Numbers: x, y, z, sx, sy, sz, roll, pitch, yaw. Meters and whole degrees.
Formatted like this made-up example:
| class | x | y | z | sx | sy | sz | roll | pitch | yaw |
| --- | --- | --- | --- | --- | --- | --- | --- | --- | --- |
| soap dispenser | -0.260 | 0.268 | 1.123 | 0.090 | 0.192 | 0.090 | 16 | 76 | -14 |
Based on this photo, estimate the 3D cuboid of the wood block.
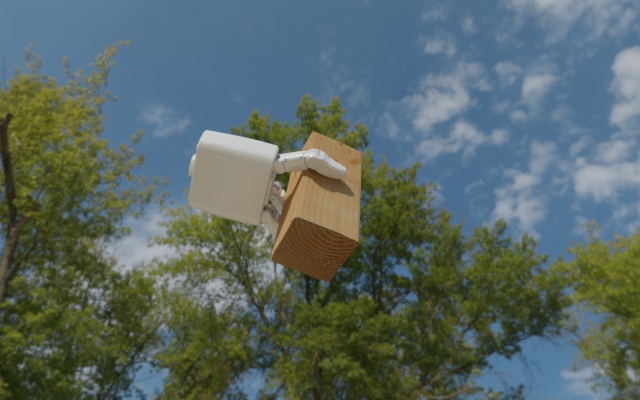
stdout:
| class | x | y | z | sx | sy | sz | roll | pitch | yaw |
| --- | --- | --- | --- | --- | --- | --- | --- | --- | --- |
| wood block | 0.000 | 0.002 | 0.692 | 0.090 | 0.091 | 0.206 | 23 | 38 | -12 |
